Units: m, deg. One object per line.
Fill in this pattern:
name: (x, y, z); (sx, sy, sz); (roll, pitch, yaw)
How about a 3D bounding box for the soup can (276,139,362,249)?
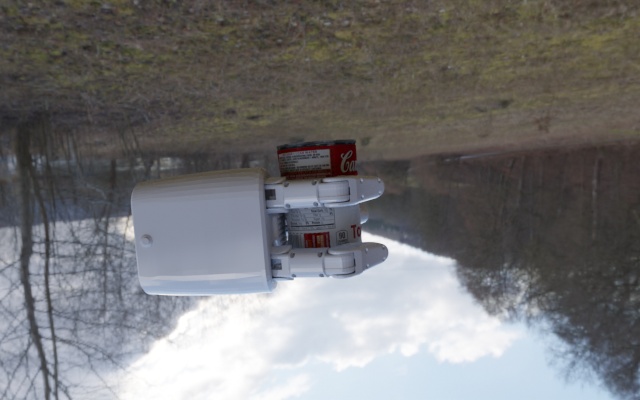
soup can: (0.001, 0.002, 0.411); (0.068, 0.102, 0.068); (-4, 4, 0)
